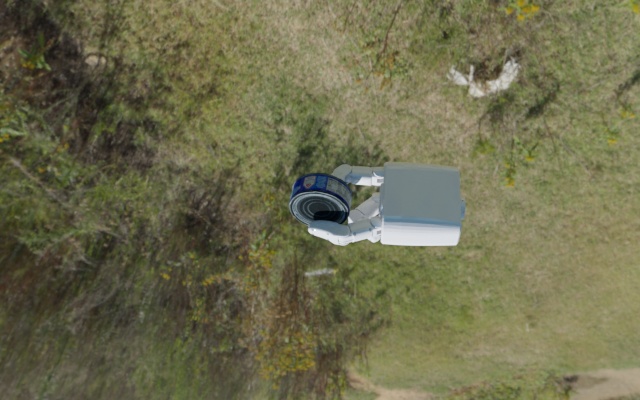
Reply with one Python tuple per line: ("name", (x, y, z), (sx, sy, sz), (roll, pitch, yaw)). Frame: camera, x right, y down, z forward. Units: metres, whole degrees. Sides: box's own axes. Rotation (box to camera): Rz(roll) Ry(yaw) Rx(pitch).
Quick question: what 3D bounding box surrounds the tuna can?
("tuna can", (0.000, 0.003, 0.663), (0.086, 0.033, 0.086), (7, -38, 6))
